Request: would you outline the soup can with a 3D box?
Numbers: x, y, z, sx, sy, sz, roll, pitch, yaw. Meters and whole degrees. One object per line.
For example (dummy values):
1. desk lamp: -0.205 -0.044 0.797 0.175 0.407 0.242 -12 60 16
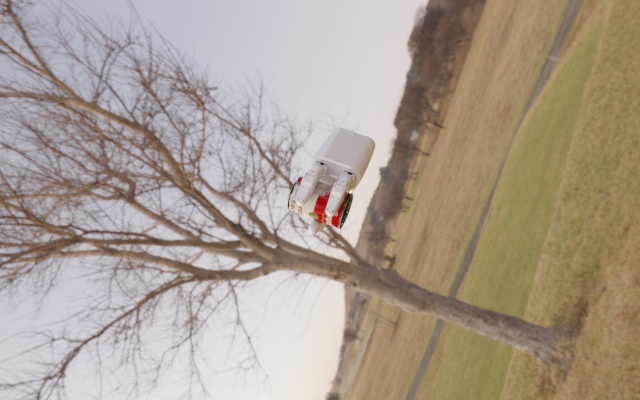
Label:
1. soup can: 0.000 0.003 0.859 0.102 0.068 0.068 20 4 11
